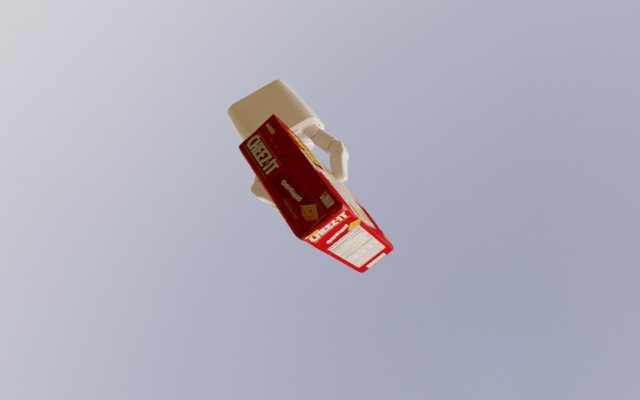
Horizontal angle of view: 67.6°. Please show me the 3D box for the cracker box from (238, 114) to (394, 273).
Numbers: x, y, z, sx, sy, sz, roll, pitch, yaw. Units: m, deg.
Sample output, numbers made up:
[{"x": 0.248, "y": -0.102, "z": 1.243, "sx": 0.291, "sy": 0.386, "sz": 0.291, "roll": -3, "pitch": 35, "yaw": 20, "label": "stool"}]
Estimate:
[{"x": 0.000, "y": 0.002, "z": 0.646, "sx": 0.072, "sy": 0.164, "sz": 0.214, "roll": -41, "pitch": -29, "yaw": 7, "label": "cracker box"}]
